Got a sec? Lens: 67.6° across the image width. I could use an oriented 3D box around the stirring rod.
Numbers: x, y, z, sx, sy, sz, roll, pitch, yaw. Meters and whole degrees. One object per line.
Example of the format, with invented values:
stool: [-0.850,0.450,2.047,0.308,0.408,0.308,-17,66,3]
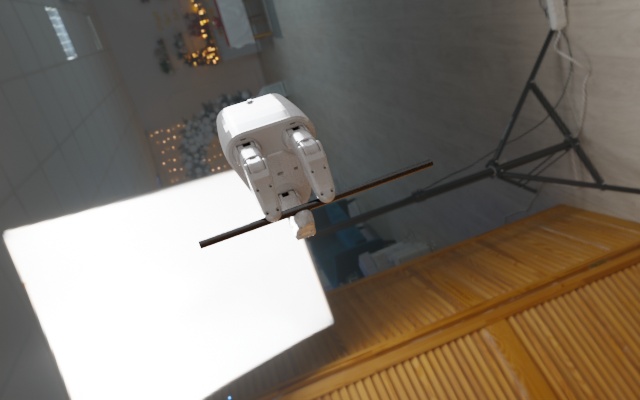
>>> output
stirring rod: [0.000,0.001,0.461,0.239,0.011,0.011,-20,3,-10]
